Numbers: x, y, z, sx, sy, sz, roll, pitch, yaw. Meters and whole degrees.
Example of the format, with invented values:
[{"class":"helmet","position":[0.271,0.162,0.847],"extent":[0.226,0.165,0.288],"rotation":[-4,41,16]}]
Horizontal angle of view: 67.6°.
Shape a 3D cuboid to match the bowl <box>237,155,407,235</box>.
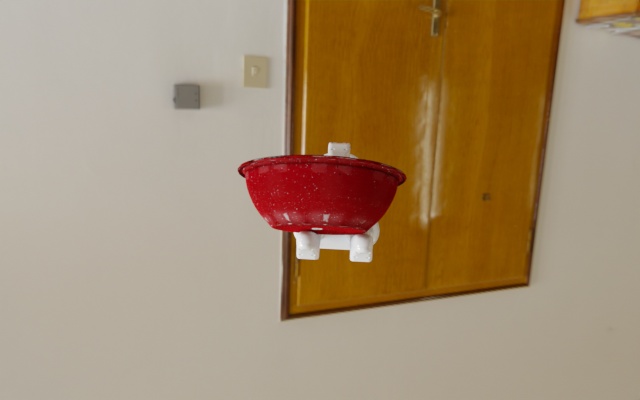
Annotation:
[{"class":"bowl","position":[0.000,0.002,0.457],"extent":[0.162,0.055,0.162],"rotation":[3,-9,0]}]
